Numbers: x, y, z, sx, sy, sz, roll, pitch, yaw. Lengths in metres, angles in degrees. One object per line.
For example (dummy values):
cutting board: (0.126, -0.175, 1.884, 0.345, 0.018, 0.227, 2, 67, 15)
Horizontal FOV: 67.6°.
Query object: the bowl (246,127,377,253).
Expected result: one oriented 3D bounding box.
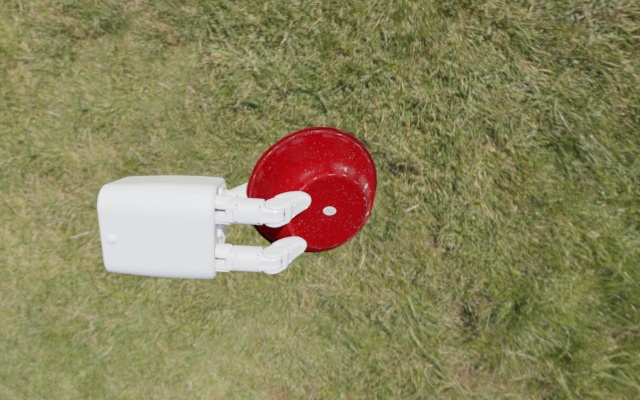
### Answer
bowl: (0.001, 0.002, 0.541, 0.162, 0.162, 0.055, 0, 26, -21)
